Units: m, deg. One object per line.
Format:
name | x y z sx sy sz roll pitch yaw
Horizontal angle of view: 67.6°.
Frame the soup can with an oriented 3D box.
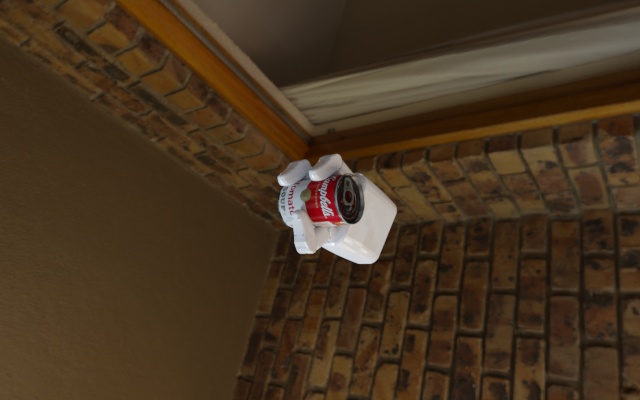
soup can | 0.000 0.002 0.654 0.102 0.068 0.068 -6 -4 37
